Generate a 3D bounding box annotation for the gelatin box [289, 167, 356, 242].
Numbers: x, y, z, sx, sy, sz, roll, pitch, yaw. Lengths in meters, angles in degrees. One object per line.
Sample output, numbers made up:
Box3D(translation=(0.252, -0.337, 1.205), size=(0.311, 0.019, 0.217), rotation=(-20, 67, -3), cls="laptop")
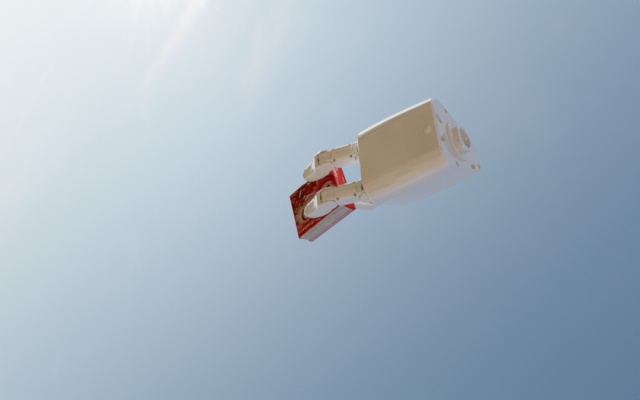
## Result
Box3D(translation=(0.000, 0.002, 0.651), size=(0.030, 0.073, 0.089), rotation=(21, -48, -40), cls="gelatin box")
